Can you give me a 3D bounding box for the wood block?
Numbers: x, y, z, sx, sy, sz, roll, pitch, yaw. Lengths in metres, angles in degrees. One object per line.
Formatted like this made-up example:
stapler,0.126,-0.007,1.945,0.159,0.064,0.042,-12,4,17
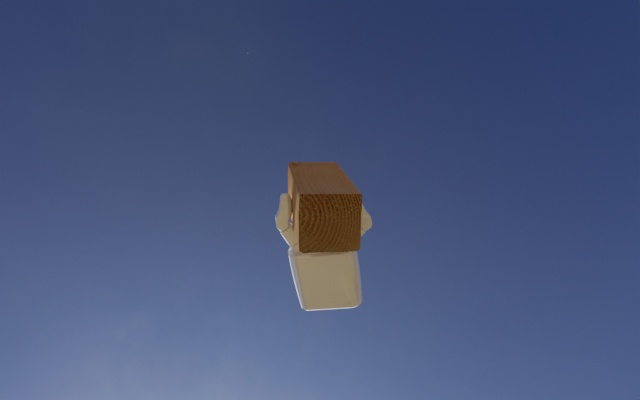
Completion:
wood block,0.000,0.003,0.766,0.091,0.090,0.206,-1,17,-8
